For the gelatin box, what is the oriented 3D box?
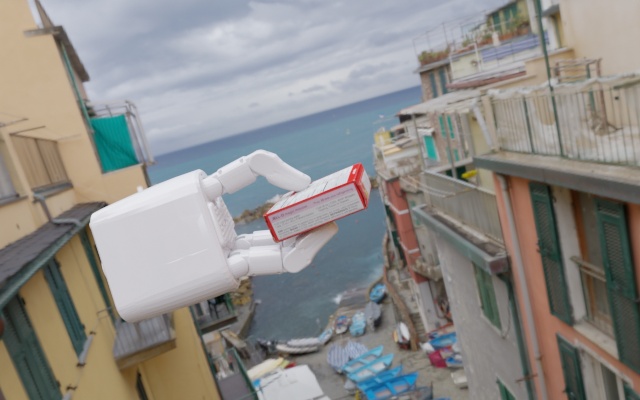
[{"bbox_3d":[0.000,0.001,0.434,0.089,0.030,0.073,-22,11,14],"label":"gelatin box"}]
